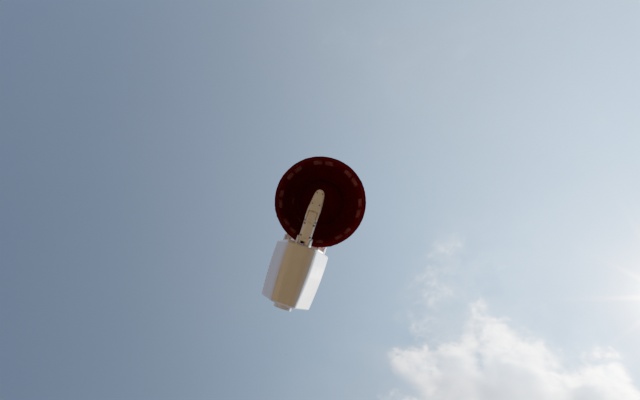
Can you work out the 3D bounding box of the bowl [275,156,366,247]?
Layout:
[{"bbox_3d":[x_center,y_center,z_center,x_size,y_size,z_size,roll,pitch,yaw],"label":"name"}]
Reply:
[{"bbox_3d":[0.001,0.002,0.866,0.162,0.162,0.055,0,-1,2],"label":"bowl"}]
